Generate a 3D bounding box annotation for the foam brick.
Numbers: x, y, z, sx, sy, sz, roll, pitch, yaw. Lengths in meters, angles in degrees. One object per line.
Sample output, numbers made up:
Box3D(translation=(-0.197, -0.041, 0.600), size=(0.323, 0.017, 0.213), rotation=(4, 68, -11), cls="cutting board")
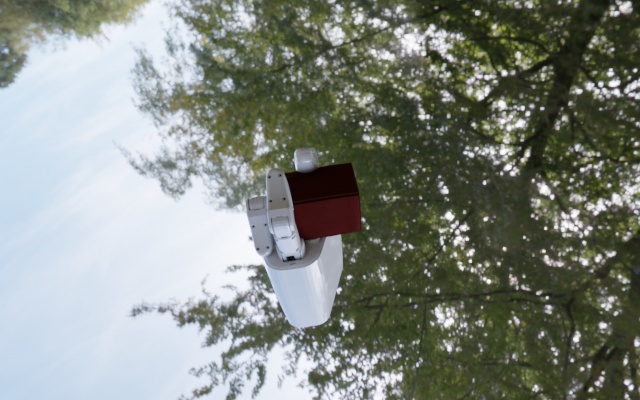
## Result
Box3D(translation=(0.000, 0.002, 0.484), size=(0.078, 0.051, 0.053), rotation=(-9, 39, 3), cls="foam brick")
